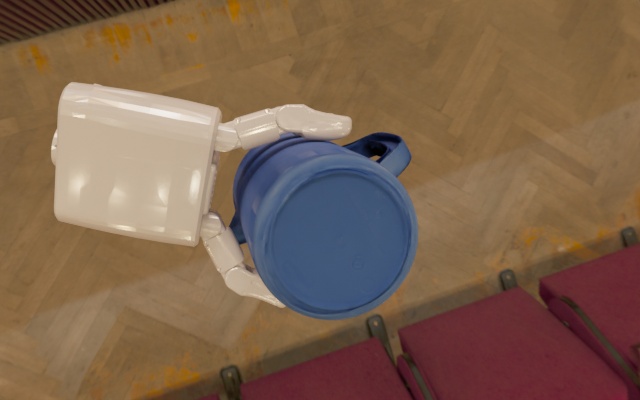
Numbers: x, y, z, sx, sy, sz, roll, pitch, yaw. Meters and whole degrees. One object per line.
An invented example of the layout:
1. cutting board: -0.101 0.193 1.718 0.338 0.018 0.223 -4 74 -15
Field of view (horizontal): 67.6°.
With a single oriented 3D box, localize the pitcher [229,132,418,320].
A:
1. pitcher: 0.000 0.001 0.408 0.145 0.149 0.243 12 6 -12
